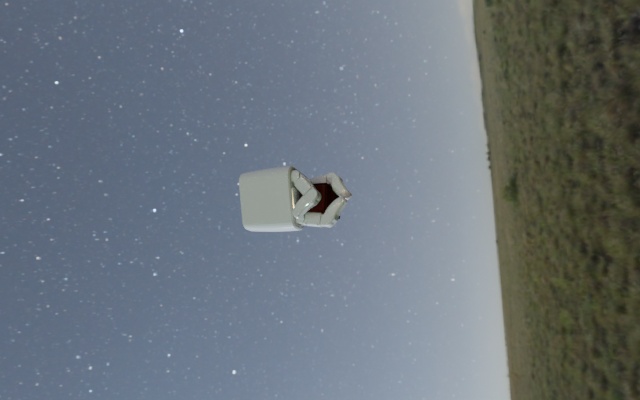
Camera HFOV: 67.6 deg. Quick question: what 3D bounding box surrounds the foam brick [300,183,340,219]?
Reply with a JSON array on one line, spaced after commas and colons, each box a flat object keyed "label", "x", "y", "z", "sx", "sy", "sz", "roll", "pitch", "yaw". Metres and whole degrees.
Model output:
[{"label": "foam brick", "x": 0.000, "y": 0.003, "z": 0.882, "sx": 0.051, "sy": 0.053, "sz": 0.078, "roll": -5, "pitch": -16, "yaw": 21}]
